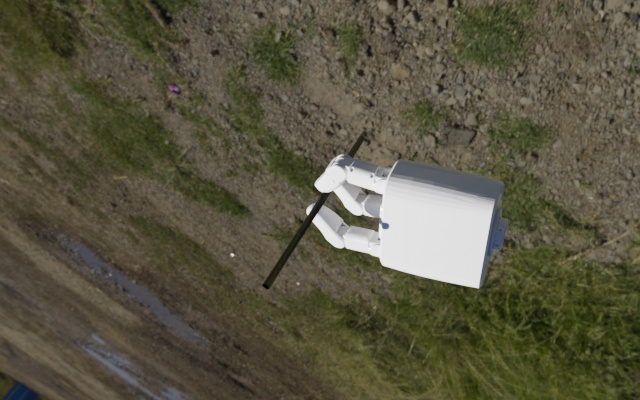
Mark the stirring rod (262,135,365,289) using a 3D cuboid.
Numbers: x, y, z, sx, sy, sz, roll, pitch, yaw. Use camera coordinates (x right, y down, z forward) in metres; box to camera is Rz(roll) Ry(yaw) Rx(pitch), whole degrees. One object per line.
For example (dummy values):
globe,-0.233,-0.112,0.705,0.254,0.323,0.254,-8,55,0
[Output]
stirring rod,0.000,0.002,0.528,0.011,0.011,0.239,0,42,36
